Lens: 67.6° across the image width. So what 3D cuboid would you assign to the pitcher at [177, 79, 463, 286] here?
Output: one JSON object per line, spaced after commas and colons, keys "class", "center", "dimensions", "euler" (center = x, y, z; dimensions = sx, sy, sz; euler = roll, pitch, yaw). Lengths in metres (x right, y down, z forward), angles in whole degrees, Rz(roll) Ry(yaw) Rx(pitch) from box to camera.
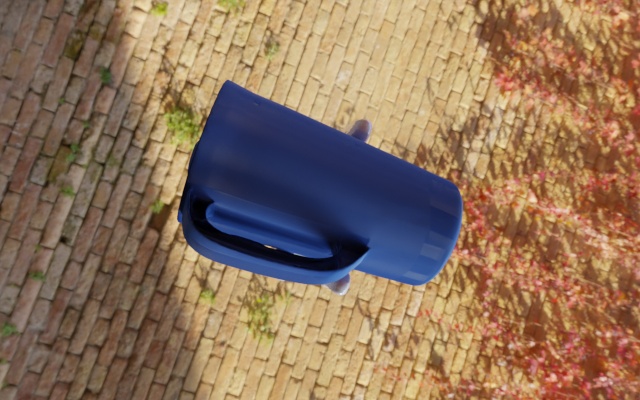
{"class": "pitcher", "center": [0.000, 0.001, 0.437], "dimensions": [0.243, 0.149, 0.145], "euler": [20, -5, -9]}
